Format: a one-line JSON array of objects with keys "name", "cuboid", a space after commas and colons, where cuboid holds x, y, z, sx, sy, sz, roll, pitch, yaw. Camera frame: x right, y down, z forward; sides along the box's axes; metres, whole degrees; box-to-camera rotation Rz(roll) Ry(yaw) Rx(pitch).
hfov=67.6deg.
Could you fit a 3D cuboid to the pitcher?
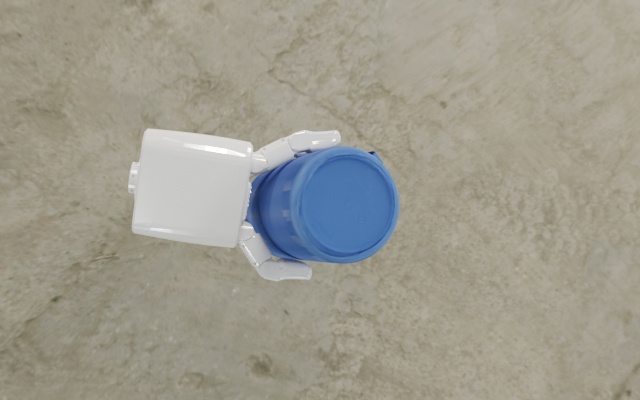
[{"name": "pitcher", "cuboid": [0.000, 0.002, 0.544, 0.145, 0.149, 0.243, 10, -5, -16]}]
